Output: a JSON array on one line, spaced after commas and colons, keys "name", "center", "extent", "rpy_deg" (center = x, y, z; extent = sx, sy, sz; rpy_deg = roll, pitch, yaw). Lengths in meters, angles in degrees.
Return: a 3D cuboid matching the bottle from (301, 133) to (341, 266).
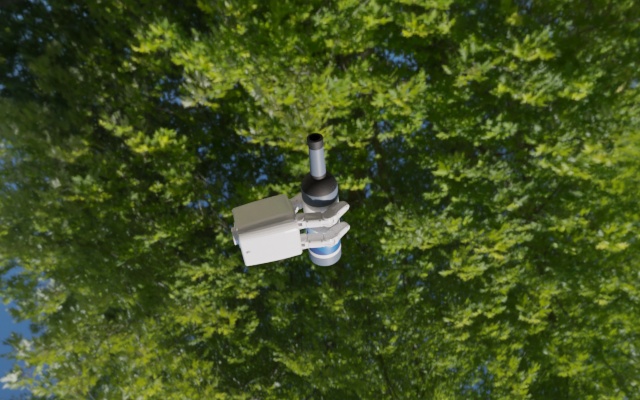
[{"name": "bottle", "center": [0.000, 0.003, 0.884], "extent": [0.069, 0.296, 0.069], "rpy_deg": [-3, 44, 3]}]
